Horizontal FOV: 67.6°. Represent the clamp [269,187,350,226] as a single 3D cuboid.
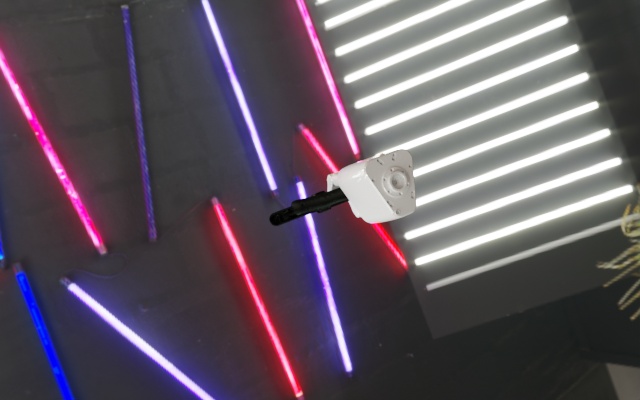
[{"bbox_3d":[0.000,0.003,0.842,0.171,0.039,0.120,-21,2,-20],"label":"clamp"}]
